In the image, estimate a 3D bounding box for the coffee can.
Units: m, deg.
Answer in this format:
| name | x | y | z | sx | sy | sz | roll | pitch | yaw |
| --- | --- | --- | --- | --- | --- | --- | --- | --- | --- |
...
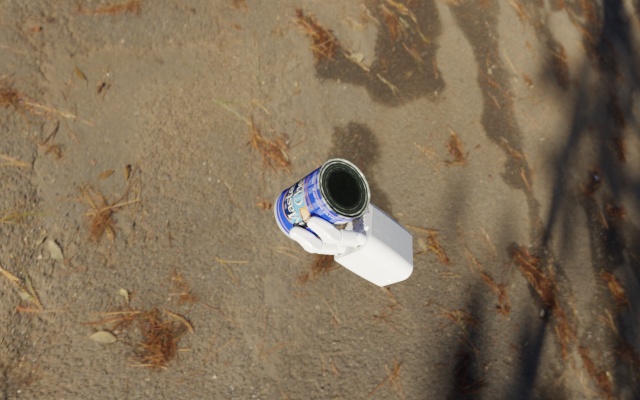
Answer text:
| name | x | y | z | sx | sy | sz | roll | pitch | yaw |
| --- | --- | --- | --- | --- | --- | --- | --- | --- | --- |
| coffee can | 0.000 | 0.003 | 0.806 | 0.103 | 0.102 | 0.140 | 0 | -19 | -36 |
